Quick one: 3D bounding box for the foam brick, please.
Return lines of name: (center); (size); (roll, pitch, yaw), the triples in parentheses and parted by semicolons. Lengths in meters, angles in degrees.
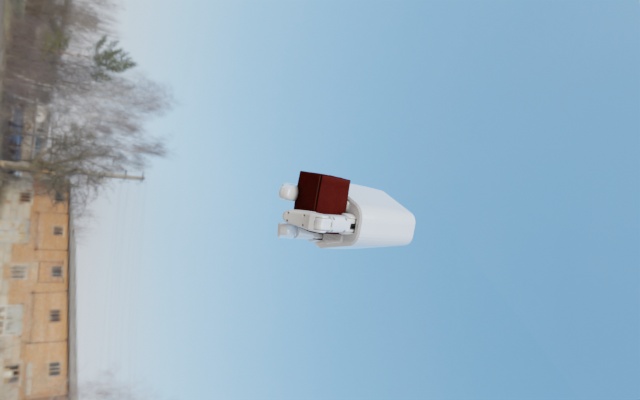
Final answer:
foam brick: (0.000, 0.002, 0.647); (0.051, 0.078, 0.053); (6, 7, -35)
